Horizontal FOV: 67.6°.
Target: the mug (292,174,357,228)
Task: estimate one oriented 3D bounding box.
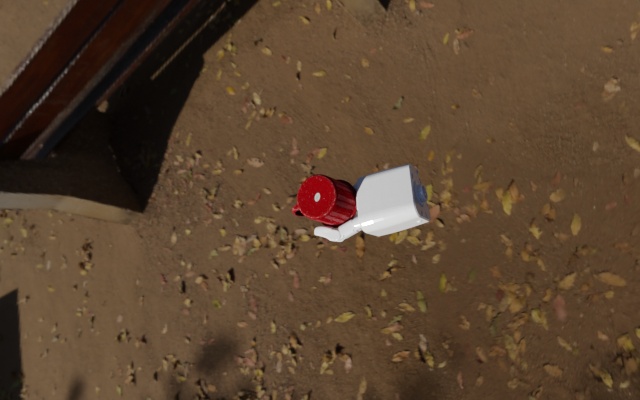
[{"bbox_3d":[-0.001,0.003,0.871,0.117,0.093,0.081,-19,-18,24],"label":"mug"}]
